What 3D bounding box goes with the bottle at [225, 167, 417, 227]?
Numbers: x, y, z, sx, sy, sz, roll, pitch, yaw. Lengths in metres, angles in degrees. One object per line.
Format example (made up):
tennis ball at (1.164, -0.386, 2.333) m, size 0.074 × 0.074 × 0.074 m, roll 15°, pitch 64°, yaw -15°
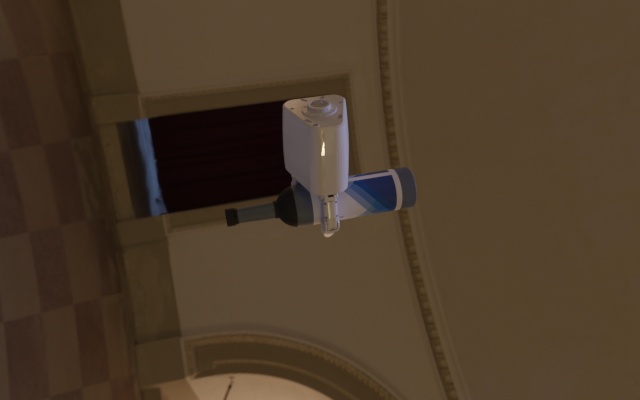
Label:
bottle at (0.000, 0.002, 0.748) m, size 0.296 × 0.069 × 0.069 m, roll -10°, pitch 2°, yaw -10°
